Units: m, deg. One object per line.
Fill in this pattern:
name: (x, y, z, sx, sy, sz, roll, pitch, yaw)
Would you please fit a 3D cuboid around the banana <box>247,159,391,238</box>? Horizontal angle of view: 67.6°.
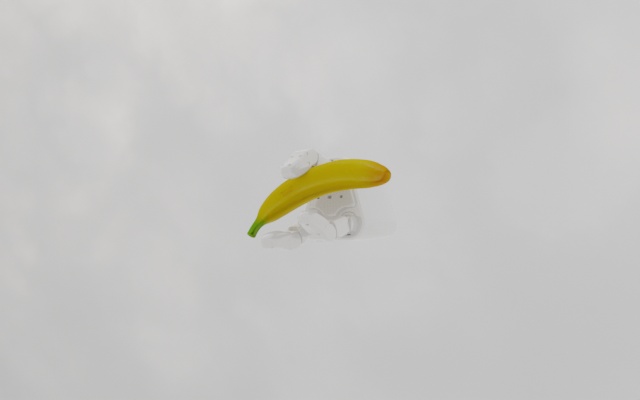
banana: (-0.003, -0.012, 0.572, 0.198, 0.069, 0.037, -25, -42, 27)
